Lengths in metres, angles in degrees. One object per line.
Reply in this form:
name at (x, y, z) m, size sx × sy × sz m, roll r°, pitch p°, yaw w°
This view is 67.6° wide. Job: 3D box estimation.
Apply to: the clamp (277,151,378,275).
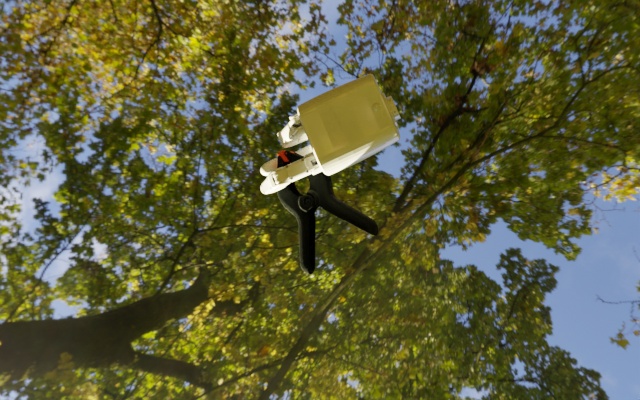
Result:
clamp at (0.000, 0.002, 0.646) m, size 0.120 × 0.171 × 0.039 m, roll -23°, pitch -5°, yaw 14°
